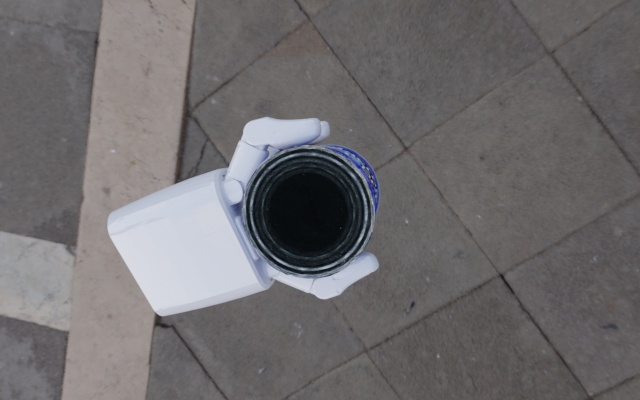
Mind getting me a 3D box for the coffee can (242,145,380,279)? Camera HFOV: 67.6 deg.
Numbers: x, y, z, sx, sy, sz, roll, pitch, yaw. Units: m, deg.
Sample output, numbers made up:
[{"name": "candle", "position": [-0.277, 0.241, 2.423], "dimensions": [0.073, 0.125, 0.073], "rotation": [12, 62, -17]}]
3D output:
[{"name": "coffee can", "position": [0.000, 0.001, 0.427], "dimensions": [0.103, 0.103, 0.140], "rotation": [0, 7, 8]}]
